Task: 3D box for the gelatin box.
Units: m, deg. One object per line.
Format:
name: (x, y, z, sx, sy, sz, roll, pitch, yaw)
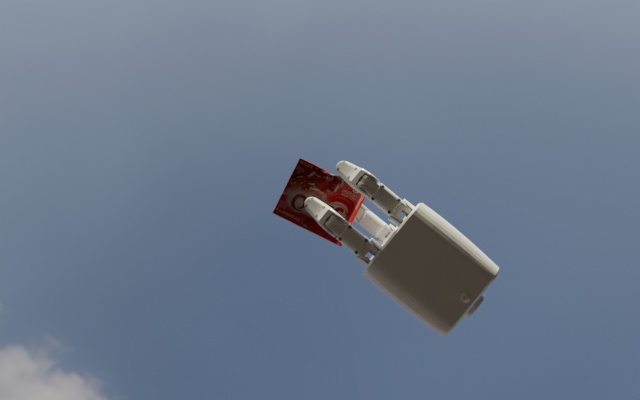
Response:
gelatin box: (0.000, 0.002, 0.558, 0.089, 0.073, 0.030, 26, -2, 17)
